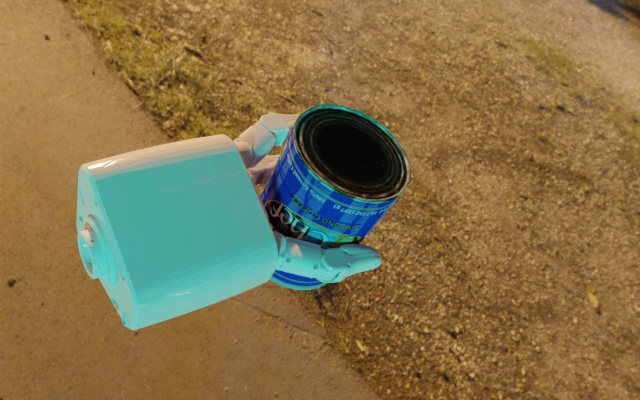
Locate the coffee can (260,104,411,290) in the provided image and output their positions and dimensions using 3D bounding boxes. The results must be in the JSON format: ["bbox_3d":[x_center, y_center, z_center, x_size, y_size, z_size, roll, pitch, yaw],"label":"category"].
[{"bbox_3d":[0.000,0.001,0.423,0.103,0.102,0.140,0,-37,-28],"label":"coffee can"}]
